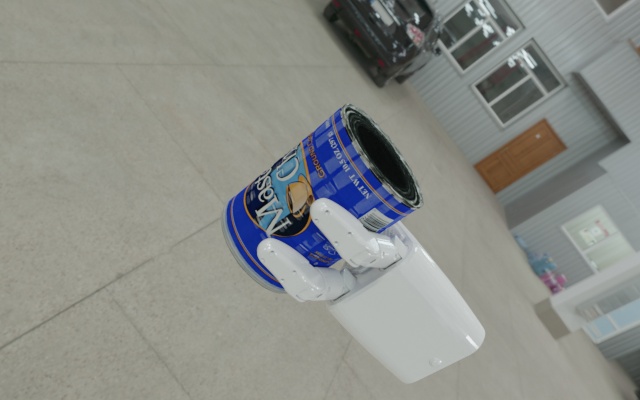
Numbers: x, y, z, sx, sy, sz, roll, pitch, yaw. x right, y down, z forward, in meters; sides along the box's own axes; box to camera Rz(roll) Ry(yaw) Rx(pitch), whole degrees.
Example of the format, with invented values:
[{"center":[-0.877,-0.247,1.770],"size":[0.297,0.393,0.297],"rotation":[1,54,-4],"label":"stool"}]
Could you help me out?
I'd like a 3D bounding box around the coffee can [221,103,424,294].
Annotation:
[{"center":[0.000,0.001,0.408],"size":[0.140,0.102,0.103],"rotation":[-37,-16,23],"label":"coffee can"}]
